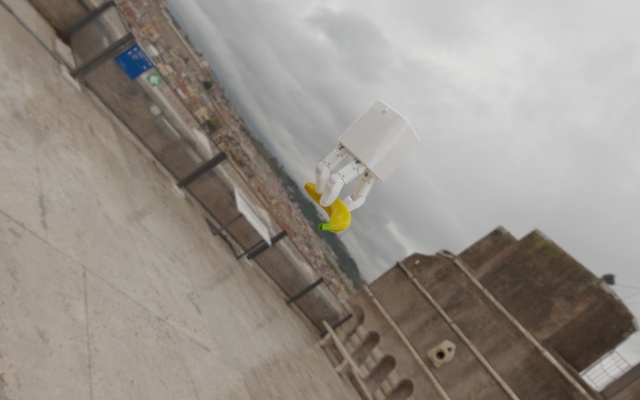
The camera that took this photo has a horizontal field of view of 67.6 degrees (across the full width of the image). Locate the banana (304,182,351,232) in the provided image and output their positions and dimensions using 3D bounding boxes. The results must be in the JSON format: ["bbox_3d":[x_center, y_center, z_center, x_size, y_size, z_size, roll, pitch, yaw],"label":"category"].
[{"bbox_3d":[0.016,0.012,0.873,0.069,0.037,0.197,27,14,-19],"label":"banana"}]
